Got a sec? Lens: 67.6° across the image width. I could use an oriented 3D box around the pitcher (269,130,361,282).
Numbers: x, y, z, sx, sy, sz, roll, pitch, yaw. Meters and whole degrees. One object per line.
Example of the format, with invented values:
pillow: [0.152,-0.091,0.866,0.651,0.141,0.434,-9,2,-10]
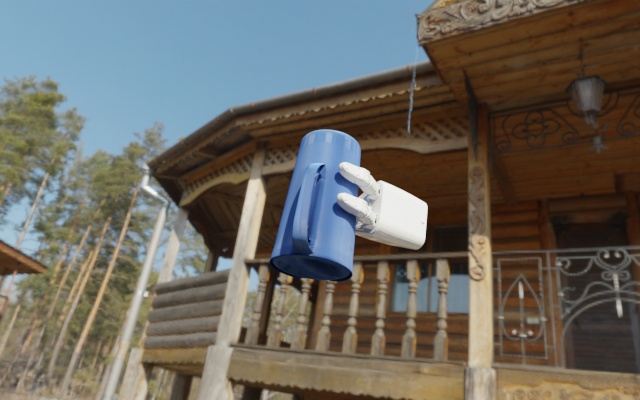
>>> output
pitcher: [0.000,0.003,0.792,0.145,0.242,0.149,22,-28,-26]
